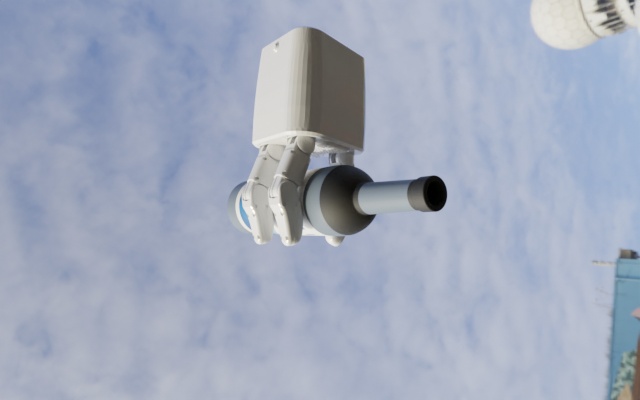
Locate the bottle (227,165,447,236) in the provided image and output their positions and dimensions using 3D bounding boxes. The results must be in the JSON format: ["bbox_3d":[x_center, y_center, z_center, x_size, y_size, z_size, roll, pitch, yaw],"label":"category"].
[{"bbox_3d":[0.000,0.002,0.474,0.069,0.069,0.296,0,-3,-36],"label":"bottle"}]
